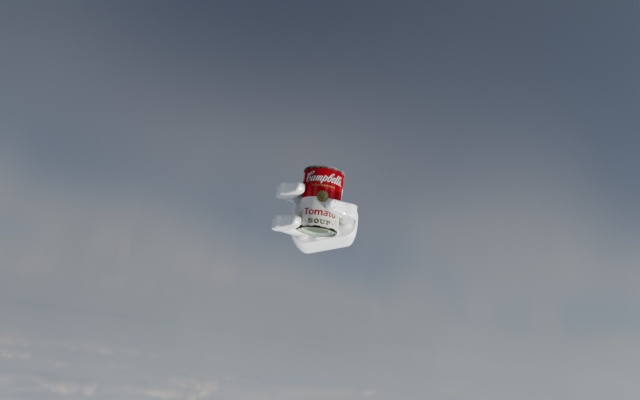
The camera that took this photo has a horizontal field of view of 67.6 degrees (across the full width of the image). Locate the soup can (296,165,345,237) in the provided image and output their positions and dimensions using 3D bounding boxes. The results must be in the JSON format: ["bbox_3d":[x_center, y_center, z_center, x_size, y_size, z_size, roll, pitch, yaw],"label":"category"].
[{"bbox_3d":[0.000,0.003,0.769,0.068,0.102,0.068,7,-16,2],"label":"soup can"}]
